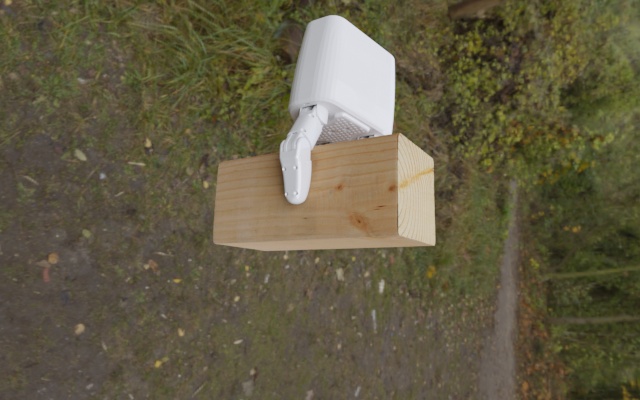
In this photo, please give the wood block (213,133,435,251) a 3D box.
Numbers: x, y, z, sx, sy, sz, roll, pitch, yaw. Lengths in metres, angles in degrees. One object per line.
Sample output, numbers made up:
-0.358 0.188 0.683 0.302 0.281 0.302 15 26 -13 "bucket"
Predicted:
0.000 0.001 0.482 0.206 0.090 0.091 -6 -14 32 "wood block"
